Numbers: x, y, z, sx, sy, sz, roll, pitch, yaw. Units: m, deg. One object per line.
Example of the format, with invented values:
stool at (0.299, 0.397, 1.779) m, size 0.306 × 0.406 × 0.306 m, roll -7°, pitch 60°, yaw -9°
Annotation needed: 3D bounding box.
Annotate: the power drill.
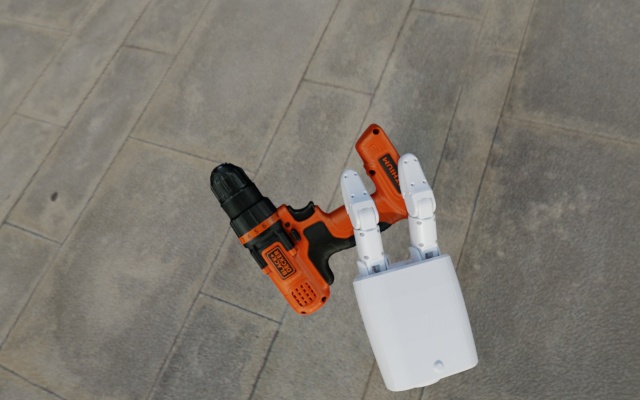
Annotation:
power drill at (0.001, 0.002, 0.502) m, size 0.187 × 0.184 × 0.057 m, roll -34°, pitch 6°, yaw 6°
